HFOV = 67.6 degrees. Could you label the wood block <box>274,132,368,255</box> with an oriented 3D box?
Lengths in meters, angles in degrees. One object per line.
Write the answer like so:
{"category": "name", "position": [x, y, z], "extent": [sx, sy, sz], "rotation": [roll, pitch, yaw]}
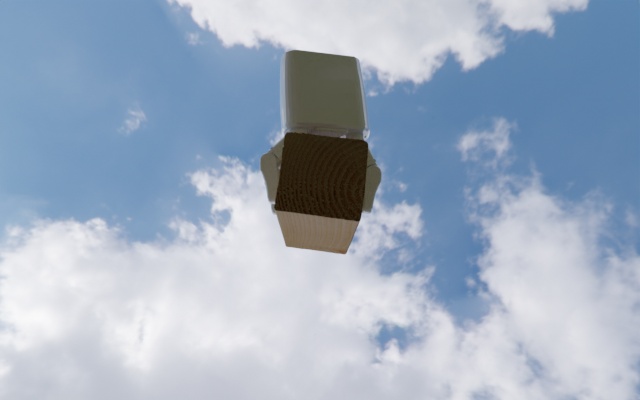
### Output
{"category": "wood block", "position": [0.000, 0.002, 0.587], "extent": [0.091, 0.090, 0.206], "rotation": [7, -15, 1]}
